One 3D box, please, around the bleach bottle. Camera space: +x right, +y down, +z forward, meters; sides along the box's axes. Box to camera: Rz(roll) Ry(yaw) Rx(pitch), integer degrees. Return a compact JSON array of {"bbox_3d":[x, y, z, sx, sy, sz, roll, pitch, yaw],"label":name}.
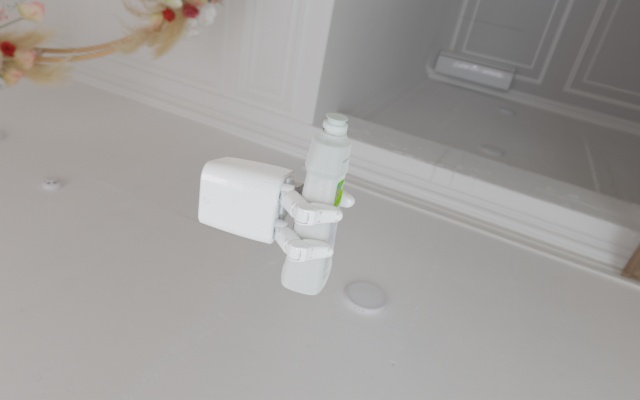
[{"bbox_3d":[0.000,0.002,0.653,0.068,0.251,0.102,14,28,5],"label":"bleach bottle"}]
